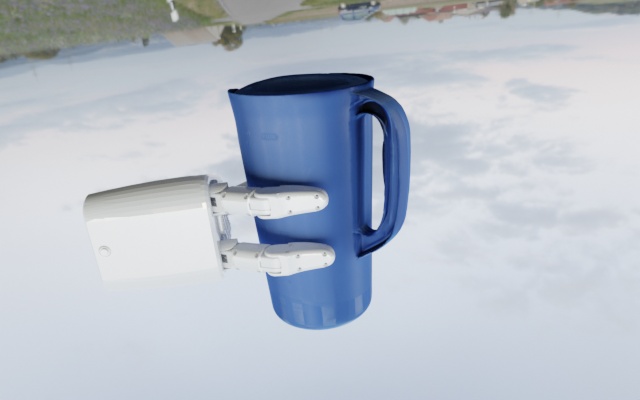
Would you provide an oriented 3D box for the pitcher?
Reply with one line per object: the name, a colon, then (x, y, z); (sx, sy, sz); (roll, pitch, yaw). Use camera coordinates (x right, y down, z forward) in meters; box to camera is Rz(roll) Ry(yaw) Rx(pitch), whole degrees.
pitcher: (0.000, 0.002, 0.466); (0.145, 0.243, 0.149); (-8, 21, -6)
